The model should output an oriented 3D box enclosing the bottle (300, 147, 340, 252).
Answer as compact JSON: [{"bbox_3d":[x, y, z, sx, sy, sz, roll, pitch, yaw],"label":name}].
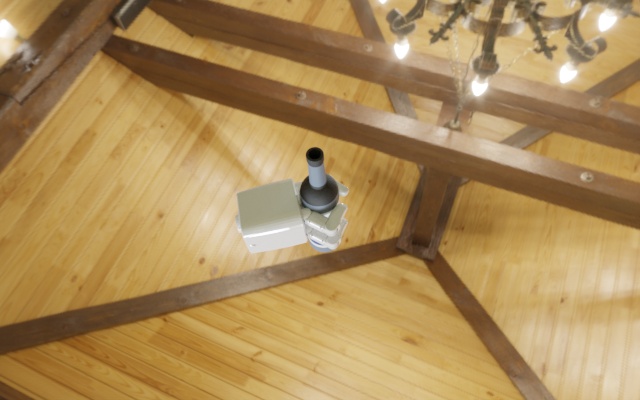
[{"bbox_3d":[0.000,0.003,0.840,0.069,0.069,0.296,0,-29,4],"label":"bottle"}]
